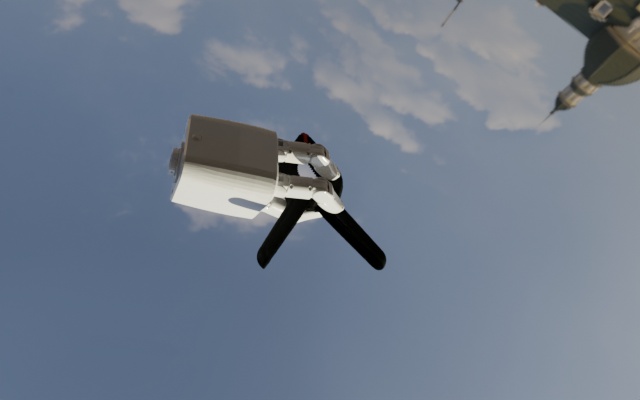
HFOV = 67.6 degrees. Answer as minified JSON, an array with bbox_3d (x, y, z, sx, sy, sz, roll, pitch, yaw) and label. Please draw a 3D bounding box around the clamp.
[{"bbox_3d":[0.000,0.002,0.619,0.164,0.209,0.036,11,-38,-20],"label":"clamp"}]
